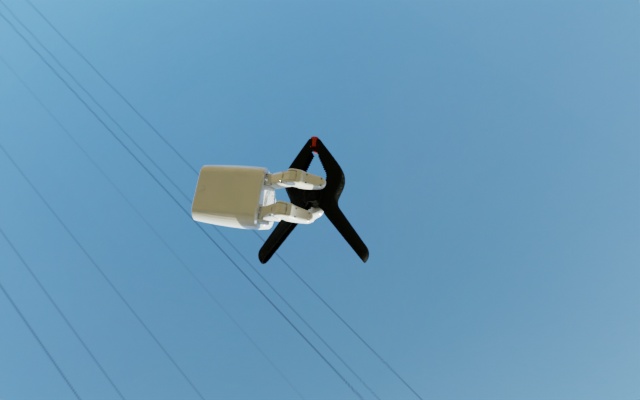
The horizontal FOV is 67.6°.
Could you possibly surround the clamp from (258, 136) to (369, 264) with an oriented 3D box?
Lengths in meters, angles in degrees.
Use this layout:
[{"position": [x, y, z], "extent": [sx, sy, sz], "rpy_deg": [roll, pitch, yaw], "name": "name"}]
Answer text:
[{"position": [0.000, 0.002, 0.734], "extent": [0.164, 0.210, 0.036], "rpy_deg": [5, -19, 8], "name": "clamp"}]
